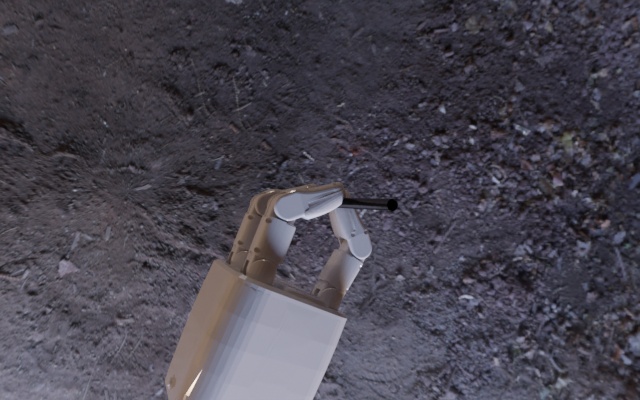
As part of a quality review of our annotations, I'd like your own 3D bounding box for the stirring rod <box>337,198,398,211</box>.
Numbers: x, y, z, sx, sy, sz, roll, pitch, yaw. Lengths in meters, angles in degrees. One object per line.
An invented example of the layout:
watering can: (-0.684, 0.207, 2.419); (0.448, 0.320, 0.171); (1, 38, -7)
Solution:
stirring rod: (0.000, 0.001, 0.411); (0.011, 0.011, 0.239); (0, 1, -22)
